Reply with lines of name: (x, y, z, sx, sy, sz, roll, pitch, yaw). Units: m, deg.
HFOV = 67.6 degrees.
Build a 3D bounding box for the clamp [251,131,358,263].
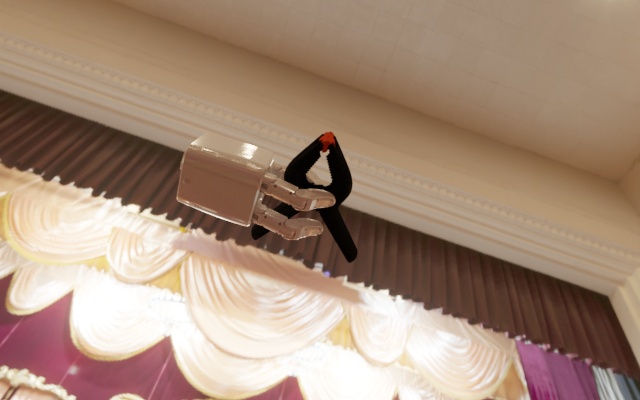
clamp: (0.000, 0.001, 0.678, 0.164, 0.210, 0.036, 18, 37, -5)
